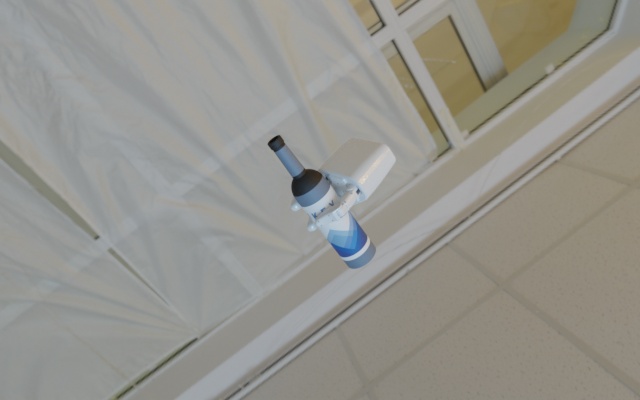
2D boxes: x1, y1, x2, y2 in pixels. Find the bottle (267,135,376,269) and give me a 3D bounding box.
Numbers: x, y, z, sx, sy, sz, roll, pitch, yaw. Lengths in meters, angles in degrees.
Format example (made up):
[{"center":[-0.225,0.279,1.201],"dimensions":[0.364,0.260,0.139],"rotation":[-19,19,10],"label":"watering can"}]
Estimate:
[{"center":[0.000,0.003,0.880],"dimensions":[0.069,0.296,0.069],"rotation":[-30,25,16],"label":"bottle"}]
